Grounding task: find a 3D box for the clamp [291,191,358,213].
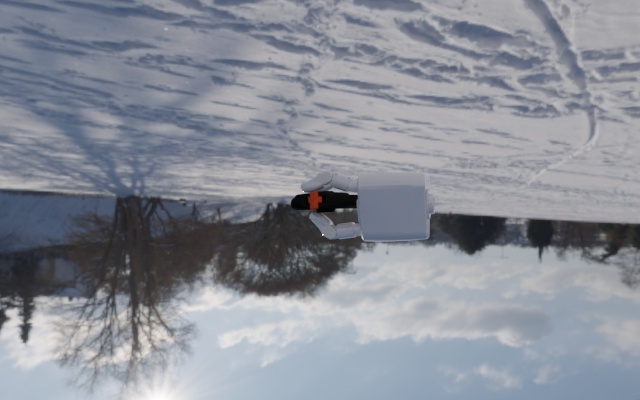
[{"bbox_3d":[0.000,0.003,0.817,0.164,0.036,0.210,-3,-2,17],"label":"clamp"}]
